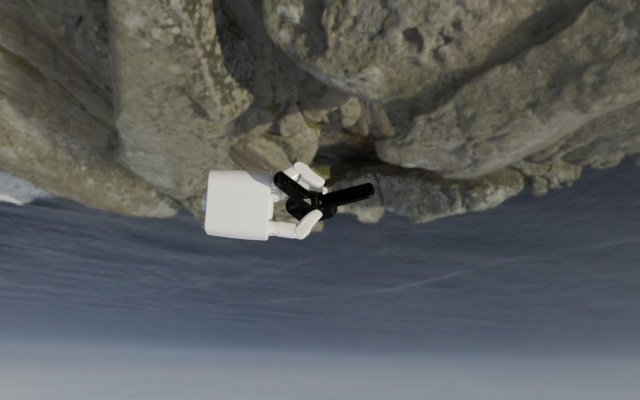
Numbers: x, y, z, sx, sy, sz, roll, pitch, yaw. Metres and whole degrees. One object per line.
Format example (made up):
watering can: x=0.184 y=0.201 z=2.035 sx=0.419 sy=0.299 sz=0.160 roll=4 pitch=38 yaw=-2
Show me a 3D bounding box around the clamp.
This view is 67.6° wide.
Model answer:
clamp: x=0.000 y=0.004 z=0.841 sx=0.164 sy=0.036 sz=0.210 roll=6 pitch=-19 yaw=-3
